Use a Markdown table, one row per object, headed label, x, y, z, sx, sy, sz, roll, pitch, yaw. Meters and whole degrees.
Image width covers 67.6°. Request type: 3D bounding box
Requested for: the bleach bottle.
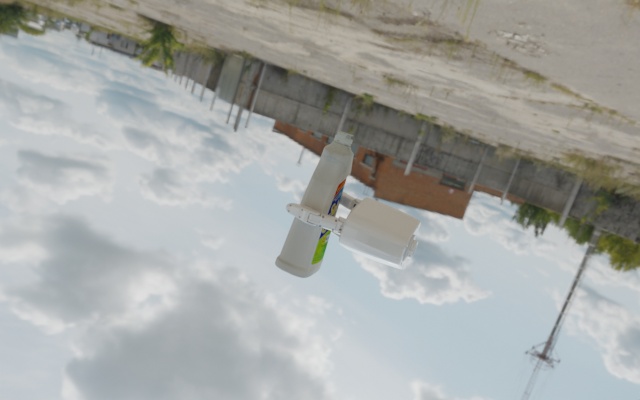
| label | x | y | z | sx | sy | sz | roll | pitch | yaw |
| --- | --- | --- | --- | --- | --- | --- | --- | --- | --- |
| bleach bottle | 0.000 | 0.003 | 0.825 | 0.068 | 0.251 | 0.102 | 22 | 11 | 16 |
